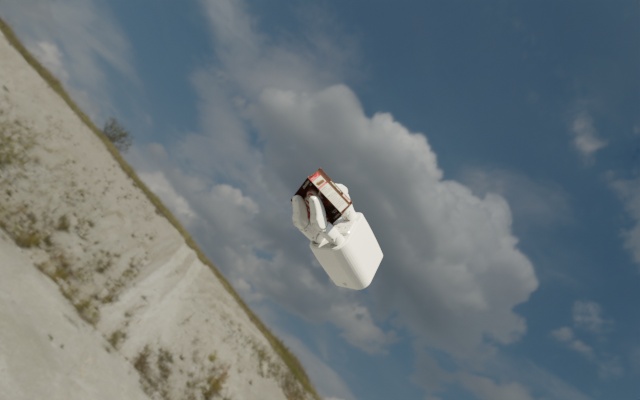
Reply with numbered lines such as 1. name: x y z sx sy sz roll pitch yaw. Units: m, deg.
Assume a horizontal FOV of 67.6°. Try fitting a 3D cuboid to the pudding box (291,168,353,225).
1. pudding box: 0.000 0.003 0.876 0.039 0.090 0.113 -42 -3 -31
